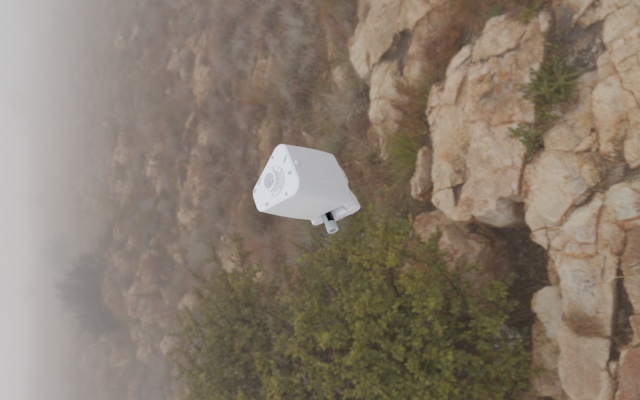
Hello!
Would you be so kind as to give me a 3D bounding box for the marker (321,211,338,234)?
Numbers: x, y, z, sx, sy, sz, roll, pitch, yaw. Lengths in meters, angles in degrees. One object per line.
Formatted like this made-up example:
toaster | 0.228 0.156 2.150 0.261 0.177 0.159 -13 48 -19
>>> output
marker | 0.000 0.003 0.824 0.020 0.121 0.020 -18 -30 -11
